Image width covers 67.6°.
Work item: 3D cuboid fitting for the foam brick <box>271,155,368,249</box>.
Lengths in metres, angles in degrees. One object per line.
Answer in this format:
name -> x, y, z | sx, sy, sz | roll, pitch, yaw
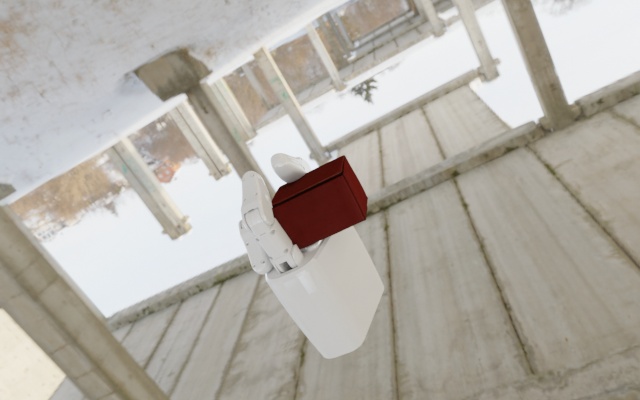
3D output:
foam brick -> 0.000, 0.001, 0.451 | 0.078, 0.051, 0.053 | -25, 18, 17
